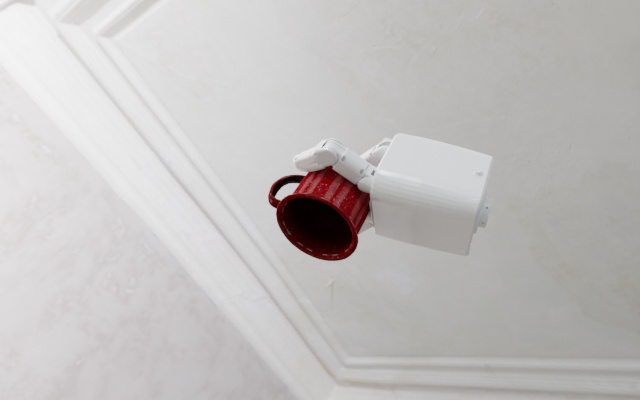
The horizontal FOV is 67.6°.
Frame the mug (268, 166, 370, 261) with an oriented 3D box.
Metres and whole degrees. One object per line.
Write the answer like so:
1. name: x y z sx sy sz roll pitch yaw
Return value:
1. mug: -0.001 0.001 0.526 0.117 0.093 0.081 16 45 17
